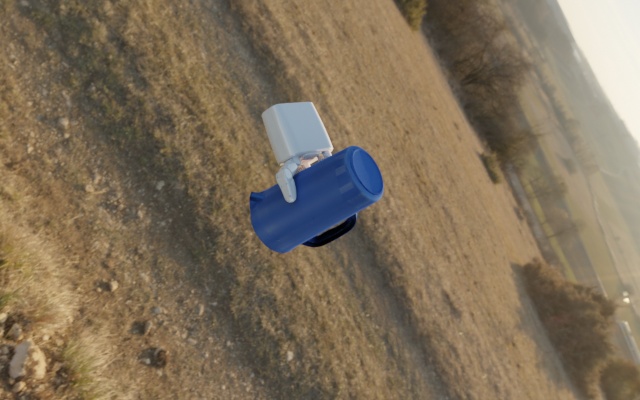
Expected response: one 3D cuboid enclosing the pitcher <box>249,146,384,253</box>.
[{"bbox_3d":[0.000,0.003,0.896,0.243,0.145,0.149,-28,-10,33],"label":"pitcher"}]
